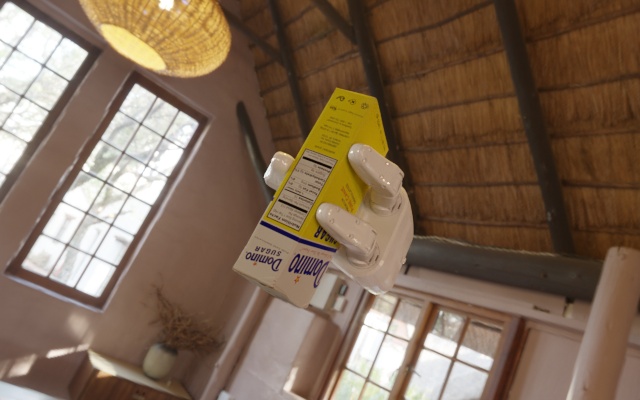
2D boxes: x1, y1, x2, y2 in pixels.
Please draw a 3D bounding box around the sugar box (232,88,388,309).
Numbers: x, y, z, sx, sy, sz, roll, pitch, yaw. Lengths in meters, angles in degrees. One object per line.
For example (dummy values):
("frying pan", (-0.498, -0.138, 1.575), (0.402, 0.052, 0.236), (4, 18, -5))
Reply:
("sugar box", (0.001, 0.001, 0.414), (0.048, 0.176, 0.093), (20, -16, 22))
